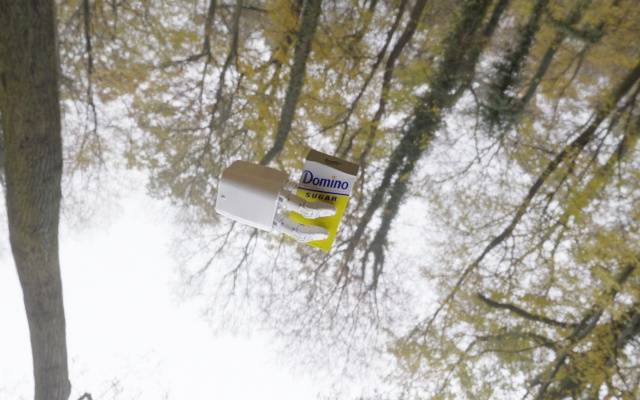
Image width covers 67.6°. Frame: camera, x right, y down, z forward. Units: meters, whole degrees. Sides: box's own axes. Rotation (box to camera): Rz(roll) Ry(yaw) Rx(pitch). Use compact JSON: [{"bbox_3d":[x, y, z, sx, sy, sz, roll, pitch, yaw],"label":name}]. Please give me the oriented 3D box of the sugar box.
[{"bbox_3d":[0.000,0.003,0.858,0.093,0.176,0.048,19,37,3],"label":"sugar box"}]
